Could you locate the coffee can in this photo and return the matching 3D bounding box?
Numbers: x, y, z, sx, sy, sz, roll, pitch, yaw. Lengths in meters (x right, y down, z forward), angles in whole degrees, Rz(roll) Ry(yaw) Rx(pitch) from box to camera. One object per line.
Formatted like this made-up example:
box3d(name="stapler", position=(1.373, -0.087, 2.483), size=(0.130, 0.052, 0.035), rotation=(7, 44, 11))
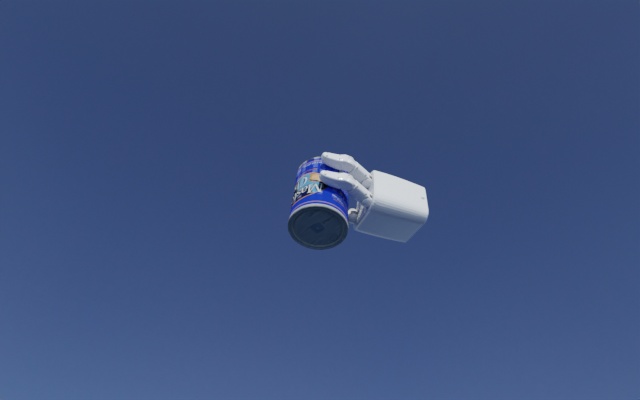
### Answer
box3d(name="coffee can", position=(0.000, 0.003, 0.855), size=(0.103, 0.103, 0.140), rotation=(0, 40, 5))
